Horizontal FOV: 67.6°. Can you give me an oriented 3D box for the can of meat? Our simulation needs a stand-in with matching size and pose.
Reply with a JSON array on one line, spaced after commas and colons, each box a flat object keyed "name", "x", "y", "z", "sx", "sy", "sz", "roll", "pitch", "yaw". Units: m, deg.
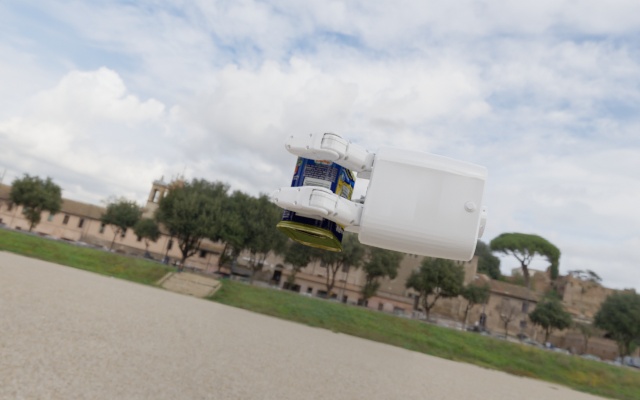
[{"name": "can of meat", "x": 0.000, "y": 0.001, "z": 0.503, "sx": 0.057, "sy": 0.084, "sz": 0.102, "roll": 11, "pitch": -13, "yaw": 14}]
